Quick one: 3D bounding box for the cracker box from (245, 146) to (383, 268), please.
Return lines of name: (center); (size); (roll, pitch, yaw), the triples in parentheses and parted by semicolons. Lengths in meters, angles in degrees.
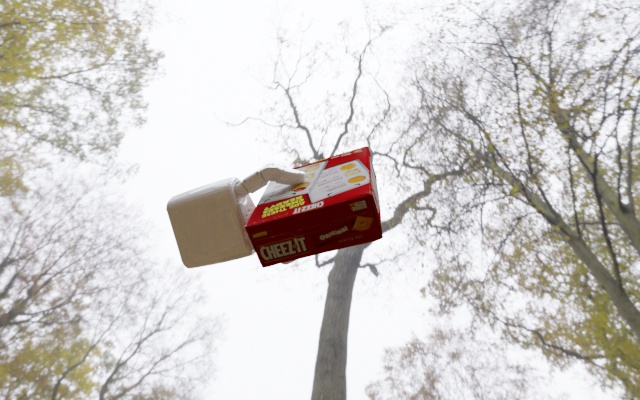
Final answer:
cracker box: (0.000, 0.002, 0.680); (0.164, 0.072, 0.213); (-15, 20, 10)
